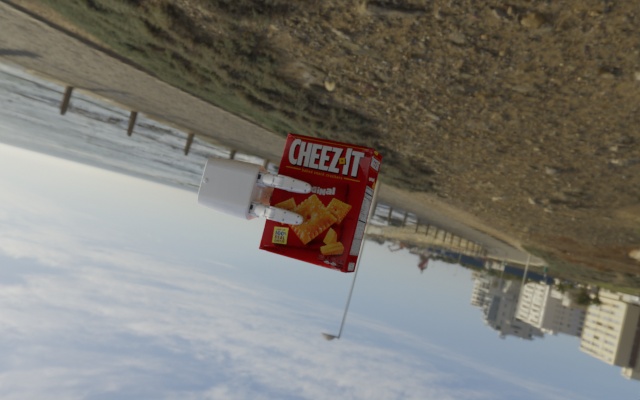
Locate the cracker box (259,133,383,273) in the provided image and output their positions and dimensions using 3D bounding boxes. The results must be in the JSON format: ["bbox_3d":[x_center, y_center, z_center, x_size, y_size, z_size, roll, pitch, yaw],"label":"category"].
[{"bbox_3d":[0.000,0.003,0.832,0.164,0.213,0.072,13,-3,20],"label":"cracker box"}]
